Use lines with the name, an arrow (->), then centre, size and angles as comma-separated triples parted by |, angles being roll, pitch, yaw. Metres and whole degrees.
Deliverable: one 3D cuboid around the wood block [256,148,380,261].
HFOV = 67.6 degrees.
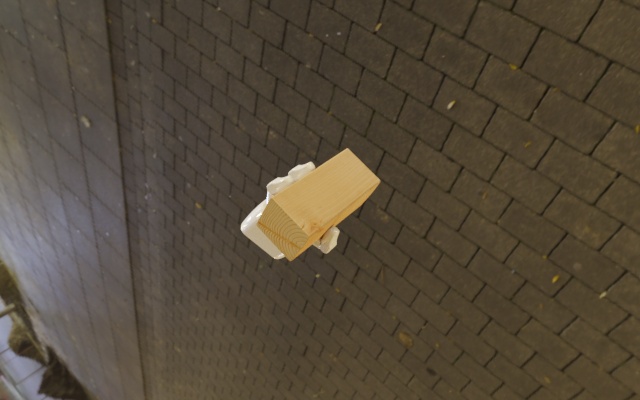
wood block -> 0.000, 0.003, 0.842 | 0.206, 0.091, 0.090 | -36, -12, -40
